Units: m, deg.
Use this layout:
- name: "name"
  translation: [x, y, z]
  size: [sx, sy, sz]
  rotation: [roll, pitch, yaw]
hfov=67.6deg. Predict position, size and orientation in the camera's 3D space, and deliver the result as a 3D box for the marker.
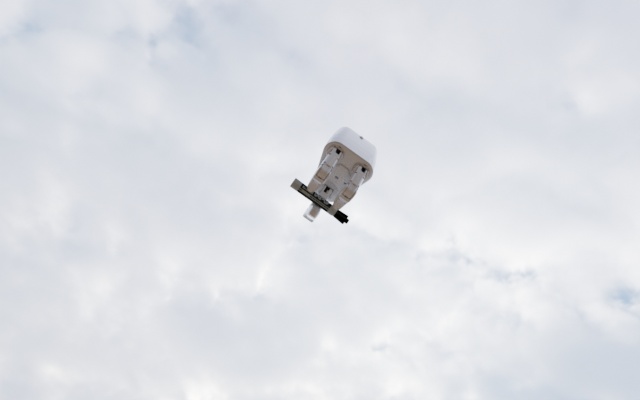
- name: "marker"
  translation: [0.000, 0.003, 0.840]
  size: [0.121, 0.020, 0.020]
  rotation: [36, -4, -5]
